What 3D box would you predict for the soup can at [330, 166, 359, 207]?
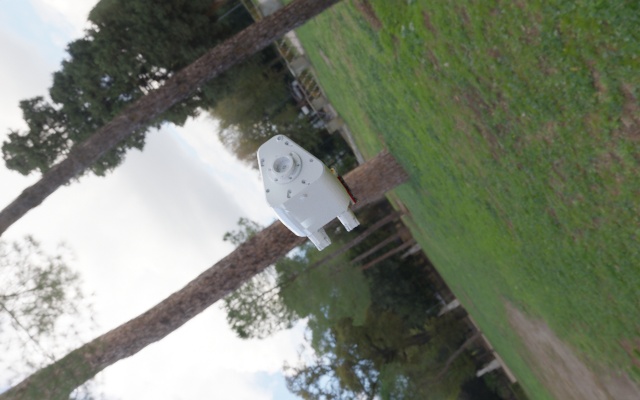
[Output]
[{"bbox_3d":[0.000,0.003,0.759,0.102,0.068,0.068,-35,-2,3],"label":"soup can"}]
